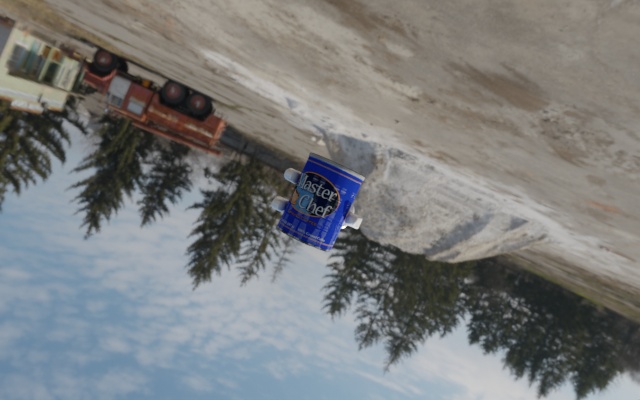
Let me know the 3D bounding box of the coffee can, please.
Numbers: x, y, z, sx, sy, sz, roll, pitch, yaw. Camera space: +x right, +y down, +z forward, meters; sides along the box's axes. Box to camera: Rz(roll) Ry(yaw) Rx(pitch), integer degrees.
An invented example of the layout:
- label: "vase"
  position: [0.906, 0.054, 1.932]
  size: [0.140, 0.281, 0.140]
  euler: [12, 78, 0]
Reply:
- label: "coffee can"
  position: [0.000, 0.003, 0.813]
  size: [0.103, 0.140, 0.103]
  euler: [25, 2, -1]
